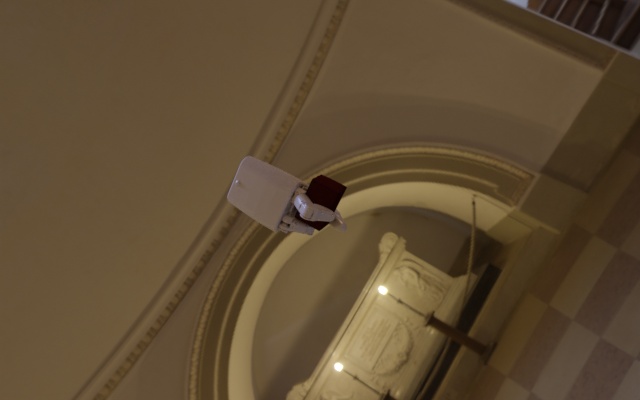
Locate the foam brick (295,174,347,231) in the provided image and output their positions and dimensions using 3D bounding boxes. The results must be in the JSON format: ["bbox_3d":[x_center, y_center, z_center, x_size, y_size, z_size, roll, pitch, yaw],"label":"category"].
[{"bbox_3d":[0.000,0.002,0.812,0.051,0.078,0.053,30,20,11],"label":"foam brick"}]
